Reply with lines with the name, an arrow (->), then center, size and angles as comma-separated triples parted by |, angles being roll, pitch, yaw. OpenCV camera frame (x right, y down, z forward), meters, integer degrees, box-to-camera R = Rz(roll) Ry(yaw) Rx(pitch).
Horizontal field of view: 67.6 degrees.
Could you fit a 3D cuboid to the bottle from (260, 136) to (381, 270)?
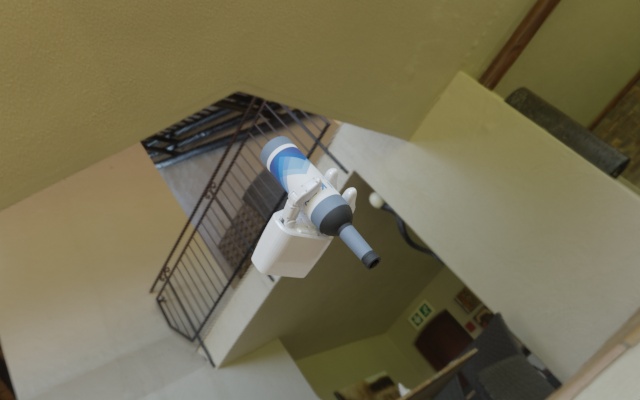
bottle -> 0.000, 0.002, 0.814 | 0.069, 0.069, 0.295 | 0, 40, -48
